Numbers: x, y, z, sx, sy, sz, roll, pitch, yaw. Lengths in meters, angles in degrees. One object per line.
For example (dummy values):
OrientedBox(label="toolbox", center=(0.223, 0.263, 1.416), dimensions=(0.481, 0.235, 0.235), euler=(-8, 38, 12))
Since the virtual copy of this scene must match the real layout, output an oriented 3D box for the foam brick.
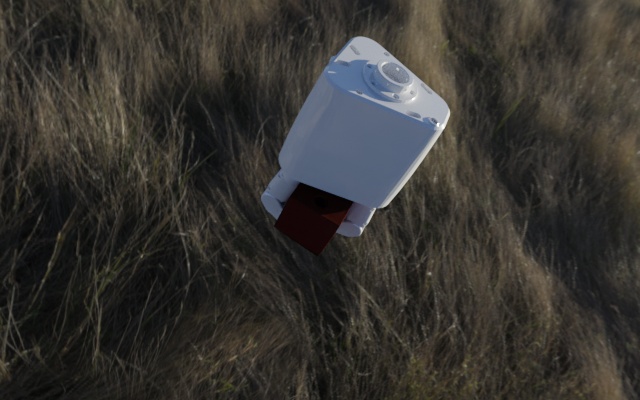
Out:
OrientedBox(label="foam brick", center=(0.000, 0.002, 0.461), dimensions=(0.053, 0.078, 0.051), euler=(32, -43, -1))
